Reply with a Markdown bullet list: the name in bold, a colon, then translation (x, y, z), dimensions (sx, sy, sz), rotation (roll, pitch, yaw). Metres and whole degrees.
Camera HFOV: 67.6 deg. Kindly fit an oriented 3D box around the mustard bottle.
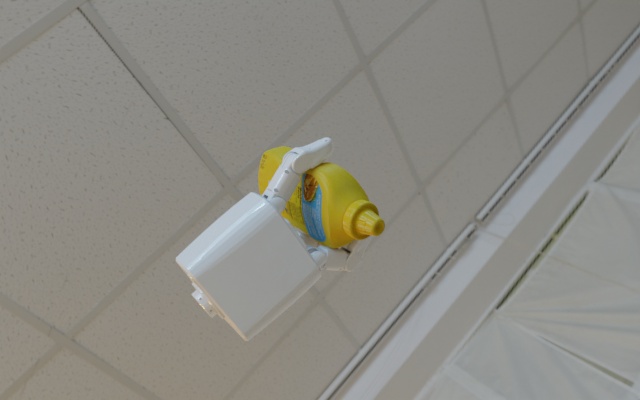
- **mustard bottle**: translation (0.000, 0.002, 0.544), dimensions (0.058, 0.096, 0.191), rotation (-19, 26, -32)
